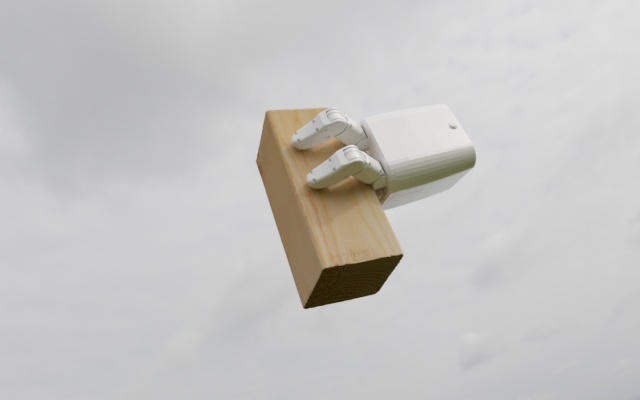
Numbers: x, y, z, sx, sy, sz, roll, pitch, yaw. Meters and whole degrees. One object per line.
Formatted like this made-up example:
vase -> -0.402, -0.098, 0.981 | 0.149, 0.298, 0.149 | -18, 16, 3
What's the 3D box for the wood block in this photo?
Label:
wood block -> 0.000, 0.002, 0.532 | 0.090, 0.206, 0.091 | -7, -35, -21
